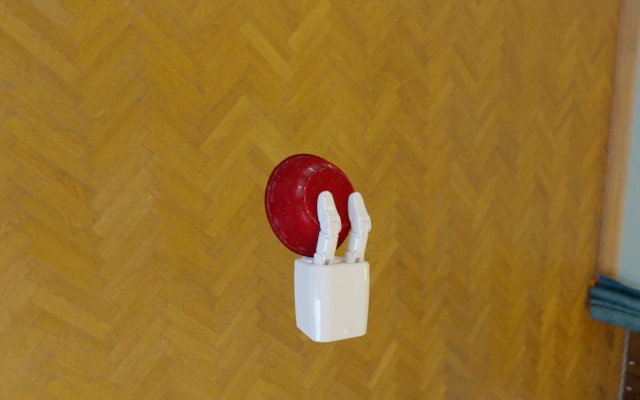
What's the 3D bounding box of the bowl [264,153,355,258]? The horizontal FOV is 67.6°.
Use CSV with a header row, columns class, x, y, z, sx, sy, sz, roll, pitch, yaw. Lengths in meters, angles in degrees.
class,x,y,z,sx,sy,sz,roll,pitch,yaw
bowl,0.000,0.001,0.707,0.162,0.162,0.055,0,-10,-35
